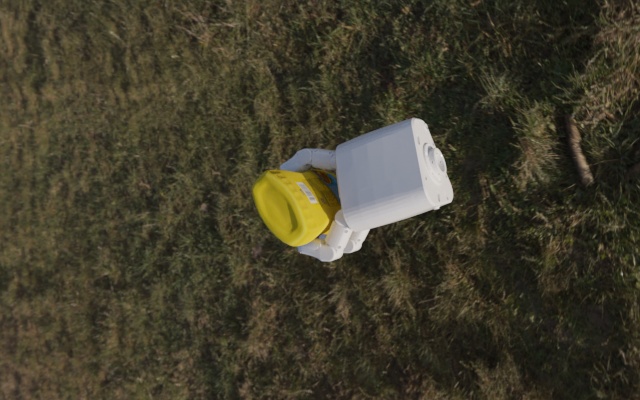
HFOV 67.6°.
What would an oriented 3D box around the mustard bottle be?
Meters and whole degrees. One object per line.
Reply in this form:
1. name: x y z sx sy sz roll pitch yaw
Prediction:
1. mustard bottle: 0.000 0.002 0.632 0.058 0.096 0.191 -47 -20 26
